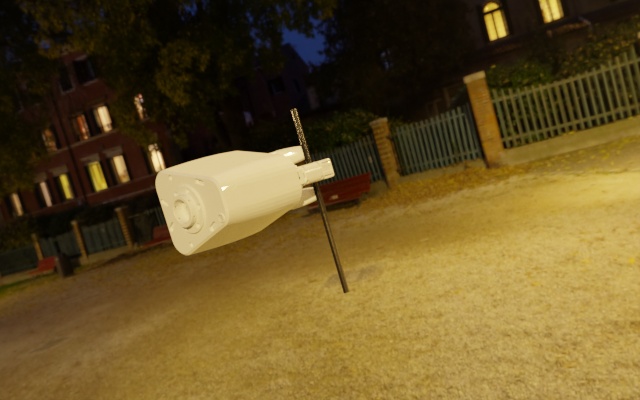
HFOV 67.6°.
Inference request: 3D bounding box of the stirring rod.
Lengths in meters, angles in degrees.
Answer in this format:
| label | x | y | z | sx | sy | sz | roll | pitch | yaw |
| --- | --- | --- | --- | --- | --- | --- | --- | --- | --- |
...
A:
| label | x | y | z | sx | sy | sz | roll | pitch | yaw |
| --- | --- | --- | --- | --- | --- | --- | --- | --- | --- |
| stirring rod | 0.000 | 0.002 | 0.602 | 0.011 | 0.239 | 0.011 | -16 | 4 | 1 |
